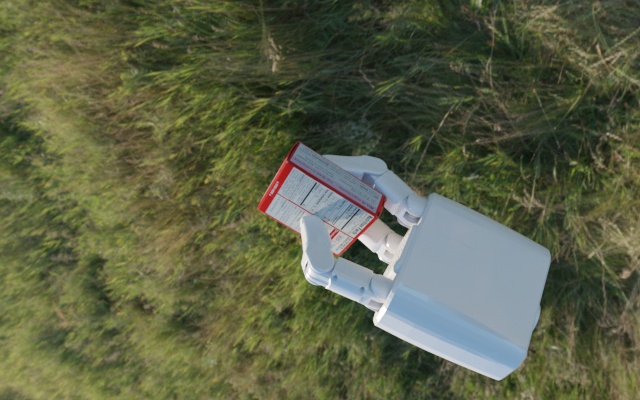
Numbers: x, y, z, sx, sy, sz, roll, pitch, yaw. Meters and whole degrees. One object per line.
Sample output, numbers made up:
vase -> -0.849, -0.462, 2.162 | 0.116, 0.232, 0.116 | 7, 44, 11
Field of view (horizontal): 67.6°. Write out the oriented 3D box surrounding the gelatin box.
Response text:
gelatin box -> 0.000, 0.001, 0.408 | 0.089, 0.030, 0.073 | 31, -42, -6
